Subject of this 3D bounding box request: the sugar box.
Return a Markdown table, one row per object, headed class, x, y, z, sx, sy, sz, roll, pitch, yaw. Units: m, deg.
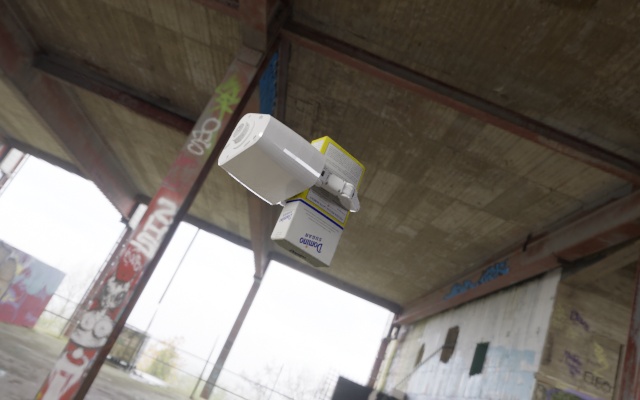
| class | x | y | z | sx | sy | sz | roll | pitch | yaw |
| --- | --- | --- | --- | --- | --- | --- | --- | --- | --- |
| sugar box | 0.000 | 0.002 | 0.722 | 0.093 | 0.176 | 0.048 | 36 | -24 | -28 |
